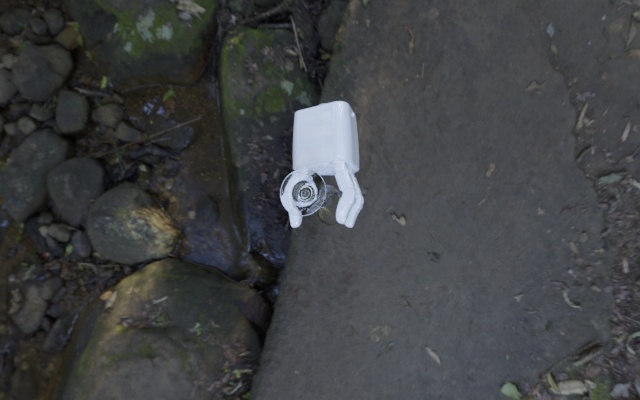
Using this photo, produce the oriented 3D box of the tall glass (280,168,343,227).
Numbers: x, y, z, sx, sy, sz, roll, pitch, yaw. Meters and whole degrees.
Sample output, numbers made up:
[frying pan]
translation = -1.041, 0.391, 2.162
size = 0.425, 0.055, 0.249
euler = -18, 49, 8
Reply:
[tall glass]
translation = 0.000, 0.003, 0.818
size = 0.079, 0.079, 0.201
euler = 0, -9, 16
